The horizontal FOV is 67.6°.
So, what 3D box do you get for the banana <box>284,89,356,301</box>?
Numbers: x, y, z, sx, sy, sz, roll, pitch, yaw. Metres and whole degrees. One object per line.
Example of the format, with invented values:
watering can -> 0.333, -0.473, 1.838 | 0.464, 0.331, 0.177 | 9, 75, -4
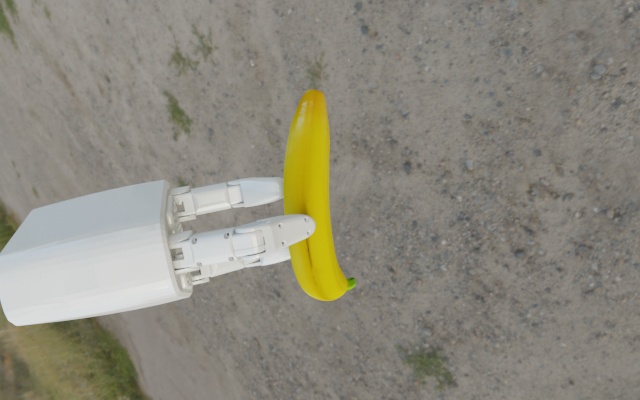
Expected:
banana -> -0.004, 0.014, 0.389 | 0.037, 0.198, 0.069 | 2, 32, 18
